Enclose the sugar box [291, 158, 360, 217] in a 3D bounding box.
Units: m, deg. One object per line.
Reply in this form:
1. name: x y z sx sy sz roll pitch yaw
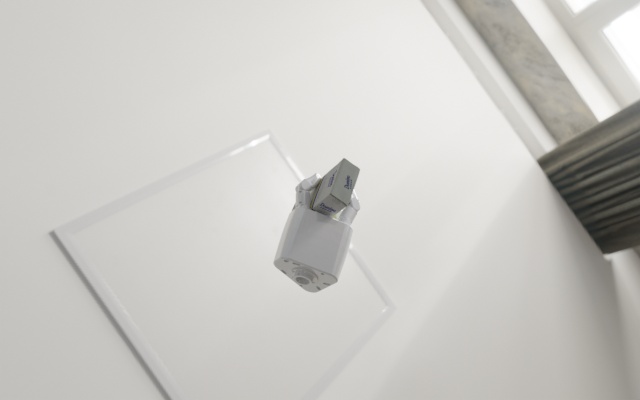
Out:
1. sugar box: 0.000 0.003 0.892 0.048 0.093 0.176 34 -39 -17
